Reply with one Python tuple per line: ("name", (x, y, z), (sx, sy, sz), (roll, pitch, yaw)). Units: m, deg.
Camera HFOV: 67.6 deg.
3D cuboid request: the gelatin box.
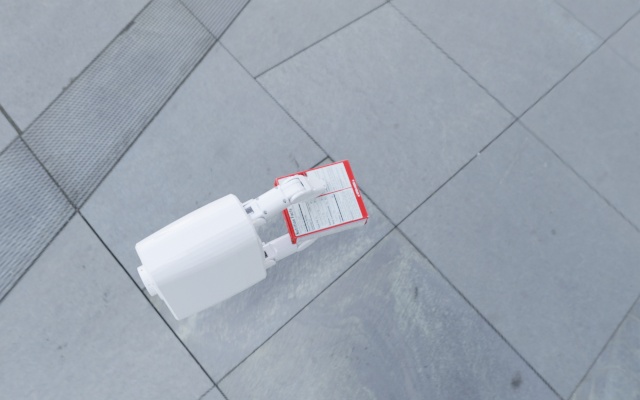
("gelatin box", (0.000, 0.001, 0.533), (0.089, 0.073, 0.030), (-16, -19, -9))
